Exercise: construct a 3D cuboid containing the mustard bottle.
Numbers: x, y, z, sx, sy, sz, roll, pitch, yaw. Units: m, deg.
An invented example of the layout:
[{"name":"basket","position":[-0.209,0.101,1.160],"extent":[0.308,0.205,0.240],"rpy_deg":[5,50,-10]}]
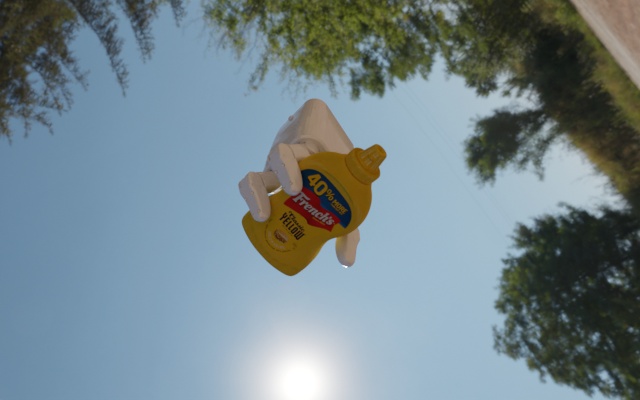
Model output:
[{"name":"mustard bottle","position":[0.000,0.002,0.536],"extent":[0.192,0.096,0.058],"rpy_deg":[-40,-1,31]}]
